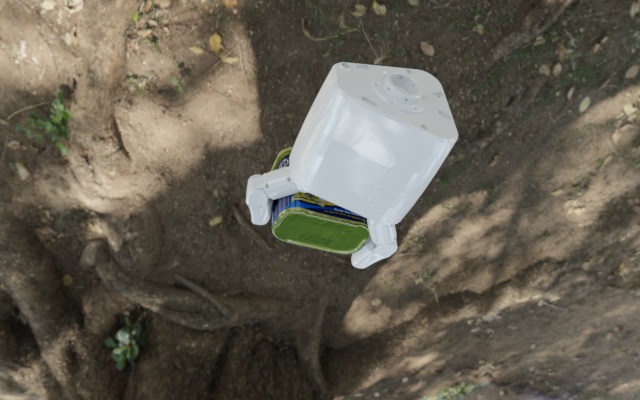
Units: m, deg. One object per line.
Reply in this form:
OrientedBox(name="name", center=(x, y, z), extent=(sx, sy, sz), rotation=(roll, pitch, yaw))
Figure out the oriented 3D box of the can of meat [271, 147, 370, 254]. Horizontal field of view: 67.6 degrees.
OrientedBox(name="can of meat", center=(0.000, 0.002, 0.493), extent=(0.102, 0.083, 0.057), rotation=(14, -43, -19))
